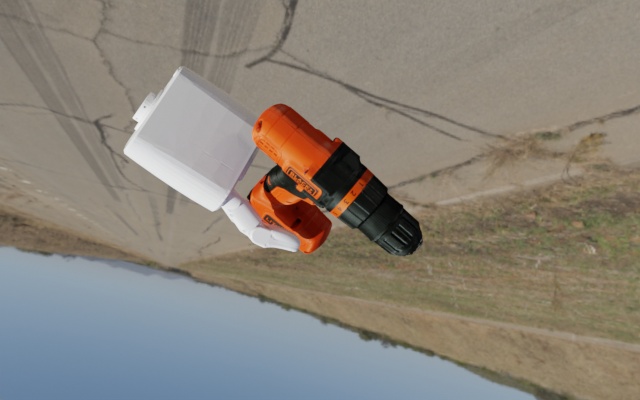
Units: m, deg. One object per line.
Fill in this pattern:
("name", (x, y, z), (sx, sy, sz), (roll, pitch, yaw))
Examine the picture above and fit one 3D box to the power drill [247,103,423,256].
("power drill", (0.000, 0.002, 0.494), (0.184, 0.057, 0.188), (42, -24, -1))
